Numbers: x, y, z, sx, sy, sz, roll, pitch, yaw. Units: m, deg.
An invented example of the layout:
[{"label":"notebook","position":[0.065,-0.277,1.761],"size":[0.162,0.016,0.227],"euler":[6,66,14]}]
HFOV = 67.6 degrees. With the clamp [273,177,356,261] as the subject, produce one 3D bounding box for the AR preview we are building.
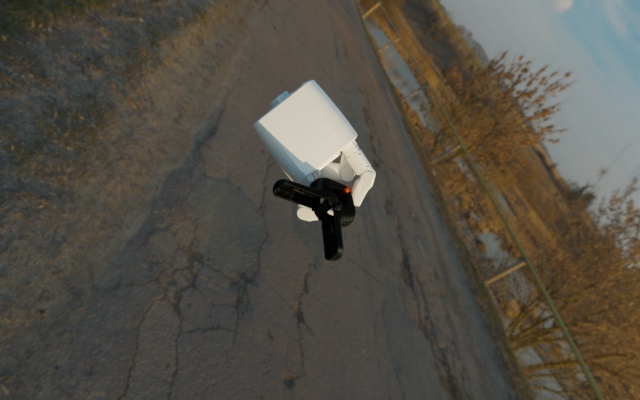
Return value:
[{"label":"clamp","position":[0.001,0.002,0.642],"size":[0.039,0.120,0.171],"euler":[-34,8,21]}]
